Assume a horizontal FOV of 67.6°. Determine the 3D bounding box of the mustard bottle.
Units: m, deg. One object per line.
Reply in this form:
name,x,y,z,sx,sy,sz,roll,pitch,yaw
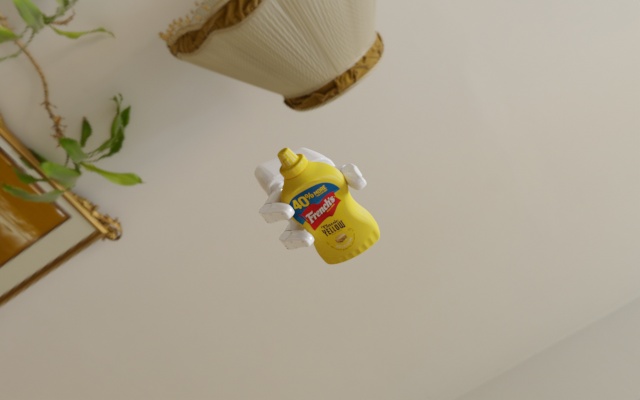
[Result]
mustard bottle,0.000,0.003,0.683,0.096,0.192,0.058,-28,27,16
